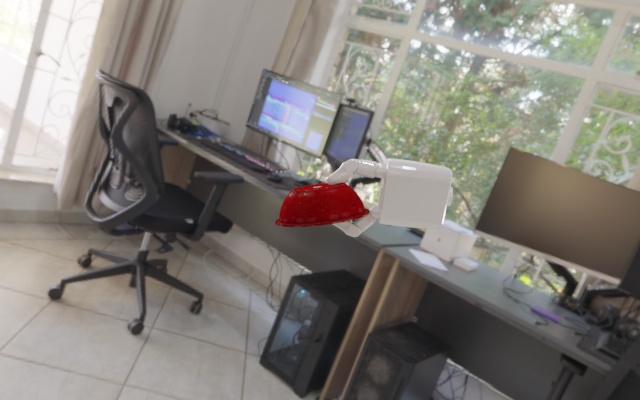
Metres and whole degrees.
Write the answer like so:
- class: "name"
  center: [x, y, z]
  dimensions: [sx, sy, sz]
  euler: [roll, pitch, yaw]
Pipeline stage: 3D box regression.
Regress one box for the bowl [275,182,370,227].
- class: "bowl"
  center: [-0.001, 0.002, 0.805]
  dimensions: [0.162, 0.055, 0.162]
  euler: [-7, 7, 1]
